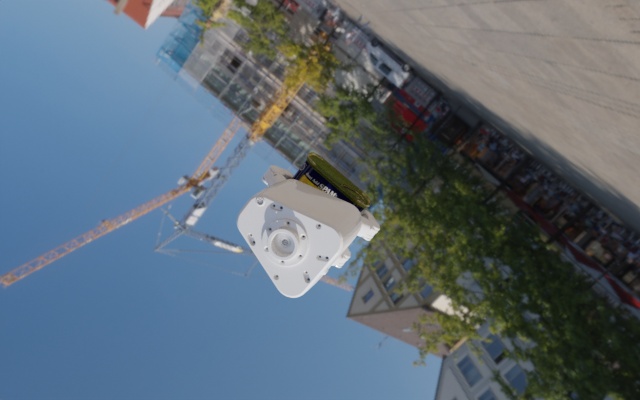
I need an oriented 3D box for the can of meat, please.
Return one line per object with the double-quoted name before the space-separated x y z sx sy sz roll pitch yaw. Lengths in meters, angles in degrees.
"can of meat" 0.000 0.002 0.623 0.102 0.084 0.057 40 15 1
